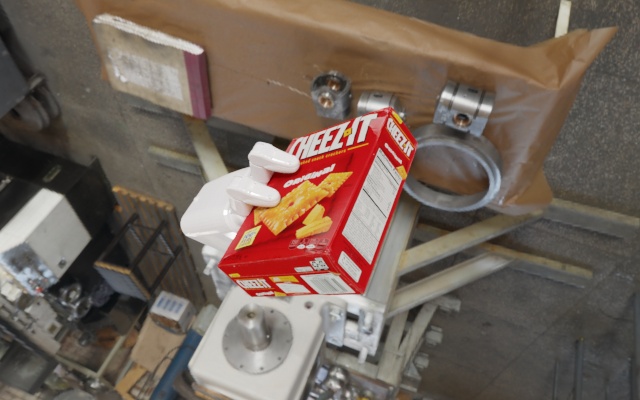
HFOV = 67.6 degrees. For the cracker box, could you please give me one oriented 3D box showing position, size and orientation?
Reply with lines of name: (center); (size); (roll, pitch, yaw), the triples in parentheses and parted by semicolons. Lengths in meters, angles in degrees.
cracker box: (0.000, 0.002, 0.540); (0.164, 0.213, 0.072); (-11, -49, 41)
